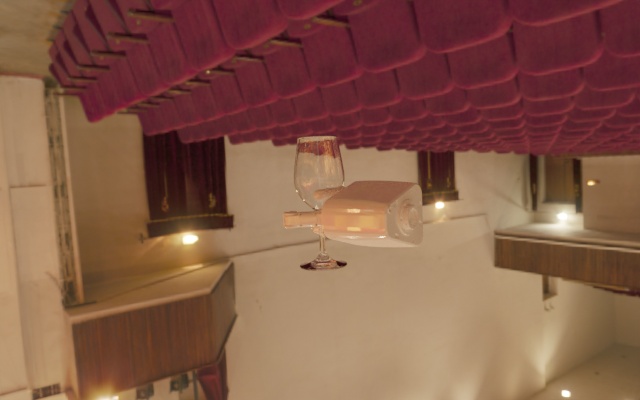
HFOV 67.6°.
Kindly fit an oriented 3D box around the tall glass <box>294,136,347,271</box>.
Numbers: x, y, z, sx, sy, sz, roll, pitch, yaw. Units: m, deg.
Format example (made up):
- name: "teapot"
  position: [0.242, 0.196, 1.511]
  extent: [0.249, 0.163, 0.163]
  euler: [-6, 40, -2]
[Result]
- name: "tall glass"
  position: [0.000, 0.003, 0.738]
  extent: [0.079, 0.201, 0.079]
  euler: [-3, 5, 0]
